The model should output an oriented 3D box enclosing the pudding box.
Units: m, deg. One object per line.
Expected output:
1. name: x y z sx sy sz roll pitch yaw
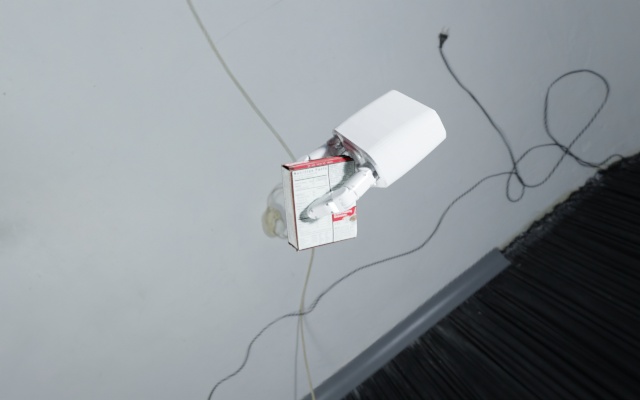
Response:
1. pudding box: 0.000 0.002 0.620 0.090 0.113 0.039 -11 19 -20
